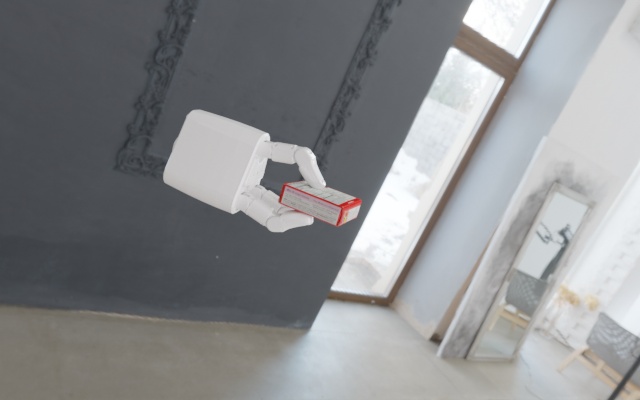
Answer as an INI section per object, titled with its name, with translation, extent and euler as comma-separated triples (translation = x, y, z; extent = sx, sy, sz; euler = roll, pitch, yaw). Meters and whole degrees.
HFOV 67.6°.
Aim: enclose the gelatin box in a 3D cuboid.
[gelatin box]
translation = 0.001, 0.002, 0.629
extent = 0.089, 0.030, 0.073
euler = 21, 14, 19
